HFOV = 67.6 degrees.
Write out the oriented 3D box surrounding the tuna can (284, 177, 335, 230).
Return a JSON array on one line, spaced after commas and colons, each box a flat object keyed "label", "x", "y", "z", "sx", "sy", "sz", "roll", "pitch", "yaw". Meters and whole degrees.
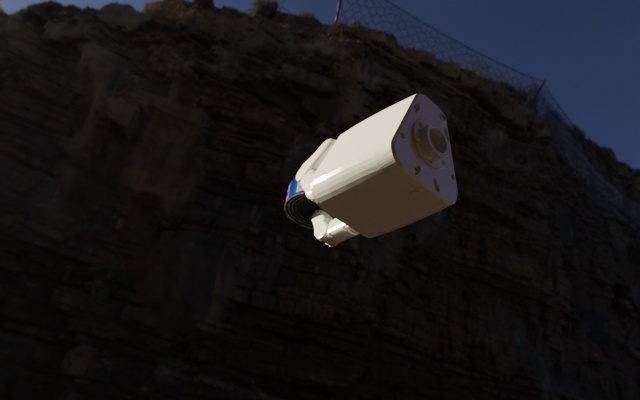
[{"label": "tuna can", "x": 0.000, "y": 0.001, "z": 0.588, "sx": 0.086, "sy": 0.033, "sz": 0.086, "roll": 6, "pitch": -33, "yaw": 4}]
